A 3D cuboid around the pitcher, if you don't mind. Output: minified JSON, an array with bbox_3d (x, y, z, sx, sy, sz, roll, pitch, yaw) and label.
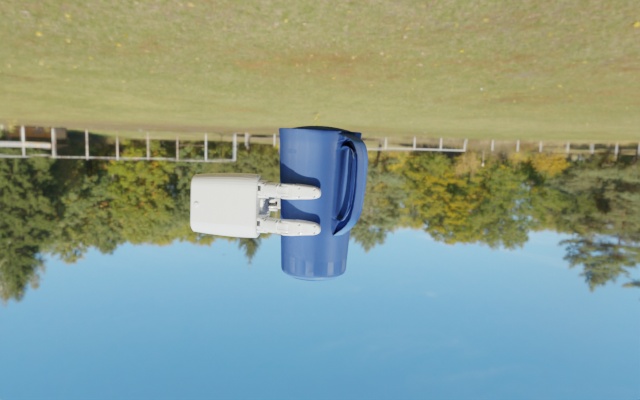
[{"bbox_3d":[0.000,0.002,0.769,0.145,0.243,0.149,3,7,6],"label":"pitcher"}]
